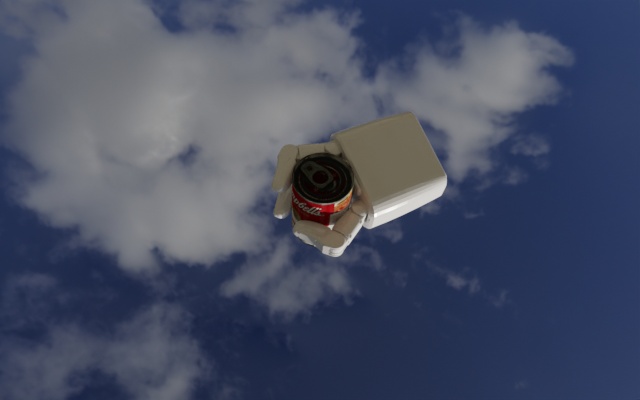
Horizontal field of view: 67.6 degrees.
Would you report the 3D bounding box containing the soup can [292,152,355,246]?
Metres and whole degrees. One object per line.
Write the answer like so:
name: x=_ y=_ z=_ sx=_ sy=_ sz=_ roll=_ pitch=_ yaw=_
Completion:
soup can: x=0.000 y=0.002 z=0.555 sx=0.068 sy=0.068 sz=0.102 roll=0 pitch=-32 yaw=-4
